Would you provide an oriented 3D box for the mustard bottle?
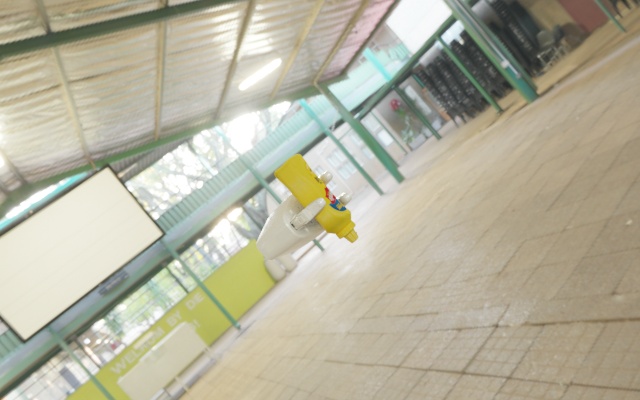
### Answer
[{"bbox_3d":[0.000,0.002,0.878,0.058,0.191,0.096,-41,1,12],"label":"mustard bottle"}]
